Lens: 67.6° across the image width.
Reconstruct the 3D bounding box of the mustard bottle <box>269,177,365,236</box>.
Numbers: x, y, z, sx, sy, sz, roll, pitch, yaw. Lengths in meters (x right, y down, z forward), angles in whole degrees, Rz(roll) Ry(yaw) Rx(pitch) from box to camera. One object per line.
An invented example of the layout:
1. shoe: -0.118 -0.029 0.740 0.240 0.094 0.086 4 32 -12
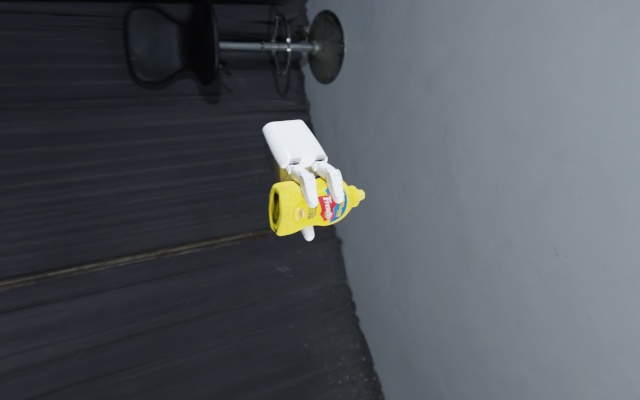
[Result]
1. mustard bottle: 0.000 0.003 0.892 0.191 0.096 0.058 -11 30 -30
